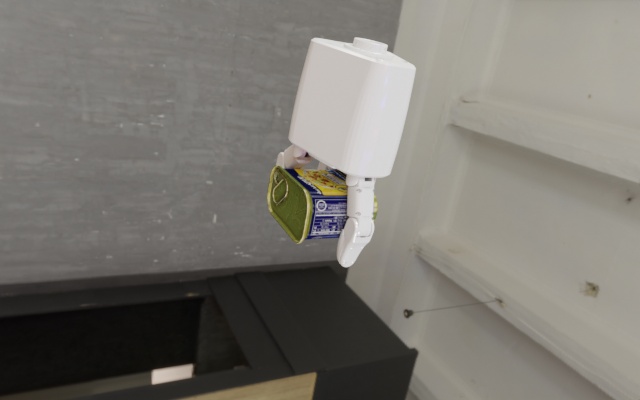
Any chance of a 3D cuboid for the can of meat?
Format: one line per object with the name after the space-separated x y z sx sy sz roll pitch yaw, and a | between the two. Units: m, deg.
0.000 0.002 0.514 0.084 0.057 0.102 -1 24 -28 | can of meat
